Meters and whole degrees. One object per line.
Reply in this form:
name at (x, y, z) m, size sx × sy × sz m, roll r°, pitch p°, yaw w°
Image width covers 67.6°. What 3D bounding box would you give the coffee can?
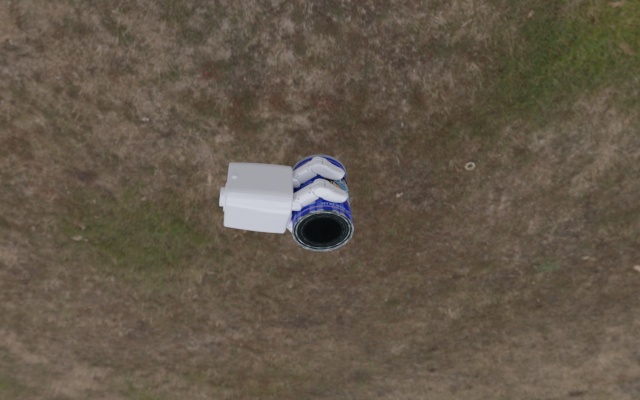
coffee can at (0.000, 0.003, 0.834) m, size 0.103 × 0.140 × 0.103 m, roll -2°, pitch -45°, yaw -2°
